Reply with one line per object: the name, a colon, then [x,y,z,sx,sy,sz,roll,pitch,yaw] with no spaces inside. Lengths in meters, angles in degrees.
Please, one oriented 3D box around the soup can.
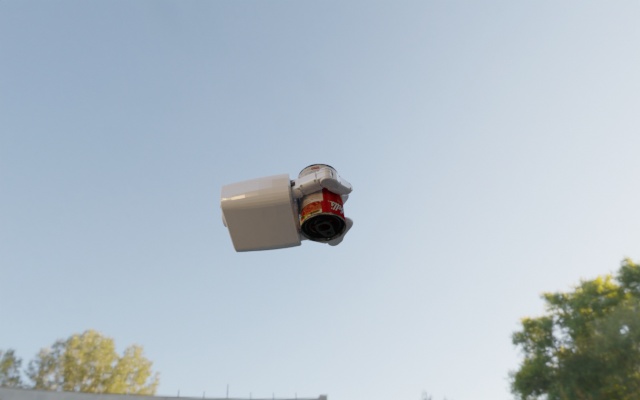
soup can: [0.001,0.002,0.729,0.068,0.102,0.069,-3,-40,-3]
